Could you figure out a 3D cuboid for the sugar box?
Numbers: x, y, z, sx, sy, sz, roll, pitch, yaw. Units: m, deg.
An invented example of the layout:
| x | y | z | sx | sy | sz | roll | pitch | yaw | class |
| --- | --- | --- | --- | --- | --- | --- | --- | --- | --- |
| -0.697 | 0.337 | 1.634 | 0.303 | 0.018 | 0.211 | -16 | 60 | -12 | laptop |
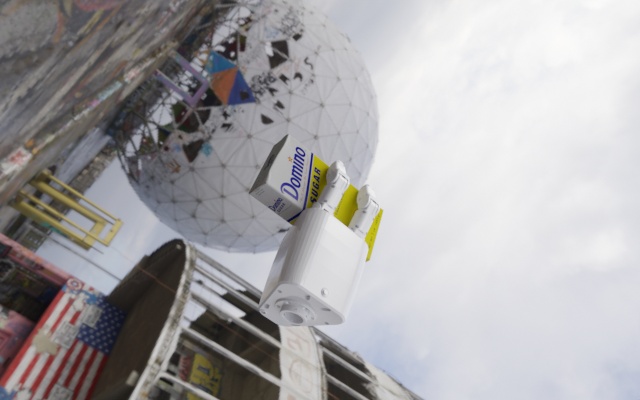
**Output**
| x | y | z | sx | sy | sz | roll | pitch | yaw | class |
| --- | --- | --- | --- | --- | --- | --- | --- | --- | --- |
| 0.000 | 0.002 | 0.630 | 0.176 | 0.093 | 0.048 | 39 | -42 | -21 | sugar box |
